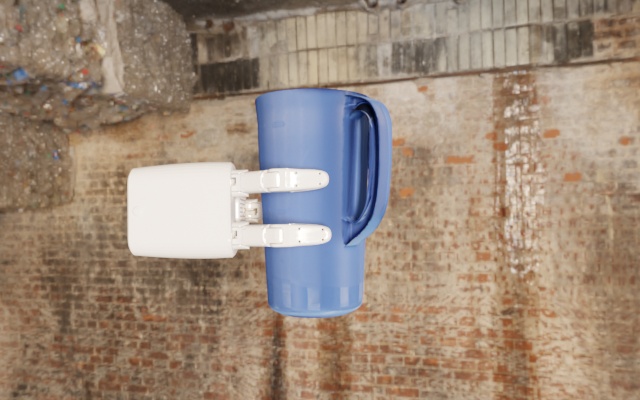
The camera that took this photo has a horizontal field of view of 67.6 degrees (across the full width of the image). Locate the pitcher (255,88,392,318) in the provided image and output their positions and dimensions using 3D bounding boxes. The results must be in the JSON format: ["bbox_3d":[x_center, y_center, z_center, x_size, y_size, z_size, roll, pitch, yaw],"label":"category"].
[{"bbox_3d":[0.000,0.002,0.534,0.145,0.243,0.149,-1,0,1],"label":"pitcher"}]
